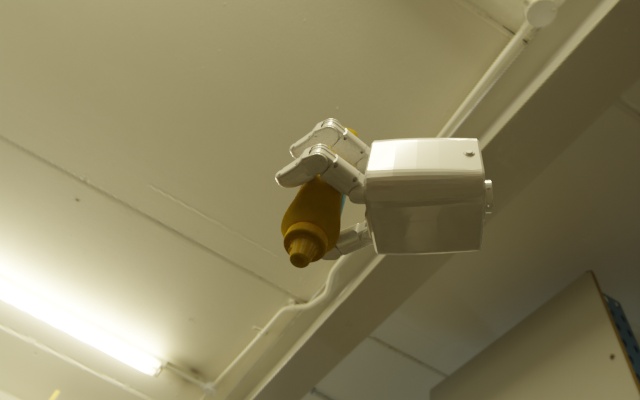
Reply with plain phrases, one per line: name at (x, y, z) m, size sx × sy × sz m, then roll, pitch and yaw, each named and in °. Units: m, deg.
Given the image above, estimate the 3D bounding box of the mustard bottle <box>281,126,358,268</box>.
mustard bottle at (0.000, 0.001, 0.502) m, size 0.058 × 0.096 × 0.191 m, roll 19°, pitch 36°, yaw 0°
